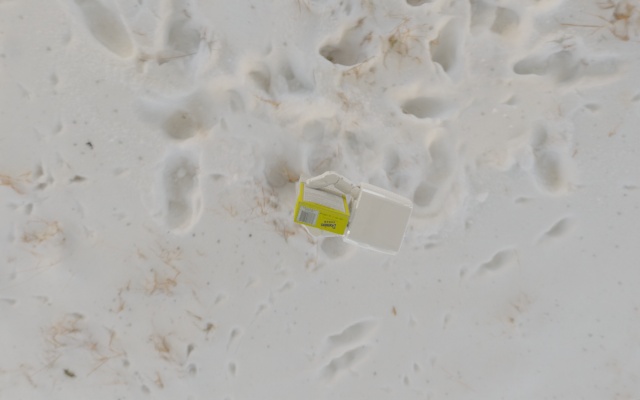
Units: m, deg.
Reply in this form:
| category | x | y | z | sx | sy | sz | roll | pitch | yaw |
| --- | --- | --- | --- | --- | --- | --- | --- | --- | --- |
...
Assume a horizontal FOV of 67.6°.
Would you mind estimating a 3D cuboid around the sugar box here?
| category | x | y | z | sx | sy | sz | roll | pitch | yaw |
| --- | --- | --- | --- | --- | --- | --- | --- | --- | --- |
| sugar box | 0.000 | 0.004 | 0.896 | 0.093 | 0.048 | 0.176 | 17 | 16 | -6 |
